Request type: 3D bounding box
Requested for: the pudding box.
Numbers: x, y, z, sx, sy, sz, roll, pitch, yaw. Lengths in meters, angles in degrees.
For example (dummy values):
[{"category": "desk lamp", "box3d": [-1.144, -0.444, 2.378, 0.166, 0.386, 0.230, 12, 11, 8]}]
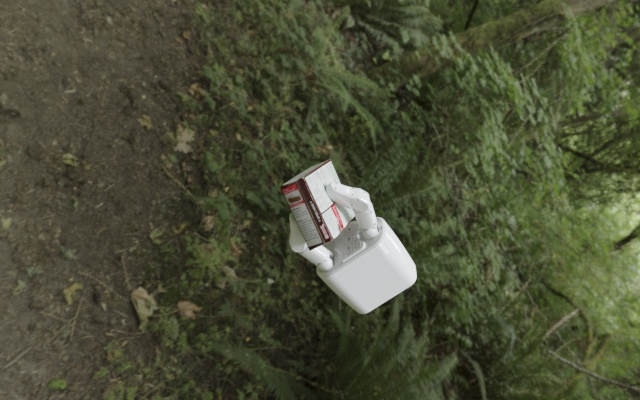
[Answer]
[{"category": "pudding box", "box3d": [0.000, 0.002, 0.625, 0.039, 0.090, 0.113, -23, 7, 22]}]
